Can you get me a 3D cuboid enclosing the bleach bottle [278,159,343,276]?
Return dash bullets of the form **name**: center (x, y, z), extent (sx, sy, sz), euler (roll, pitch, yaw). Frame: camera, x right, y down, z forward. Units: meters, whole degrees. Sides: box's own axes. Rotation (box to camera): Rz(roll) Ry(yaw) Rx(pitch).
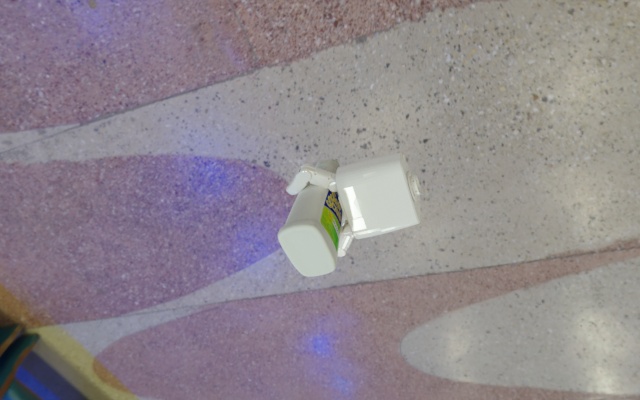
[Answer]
- **bleach bottle**: center (0.000, 0.003, 0.782), extent (0.068, 0.103, 0.250), euler (-14, 33, 20)
